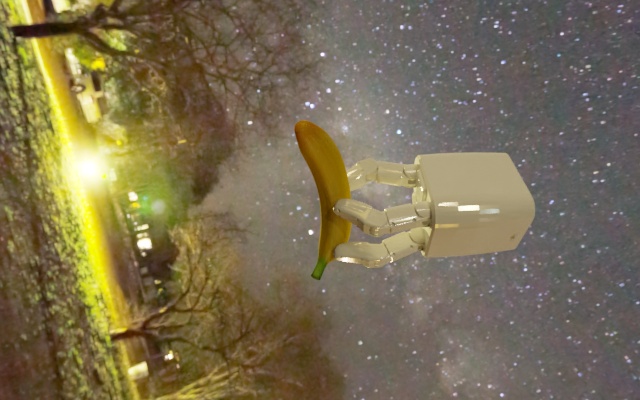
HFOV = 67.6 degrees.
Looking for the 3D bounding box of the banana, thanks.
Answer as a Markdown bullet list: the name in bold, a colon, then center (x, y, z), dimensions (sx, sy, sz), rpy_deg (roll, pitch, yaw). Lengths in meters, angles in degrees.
- **banana**: center (0.008, -0.005, 0.524), dimensions (0.037, 0.198, 0.069), rpy_deg (8, 35, 24)
